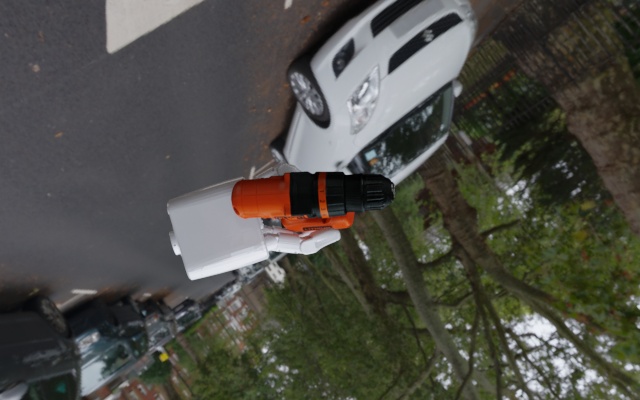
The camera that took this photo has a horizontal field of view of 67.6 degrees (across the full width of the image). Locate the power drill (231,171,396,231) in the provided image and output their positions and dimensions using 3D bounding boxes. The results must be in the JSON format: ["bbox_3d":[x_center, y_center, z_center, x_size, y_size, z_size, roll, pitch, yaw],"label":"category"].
[{"bbox_3d":[0.000,0.002,0.603,0.184,0.057,0.188,-1,-9,8],"label":"power drill"}]
